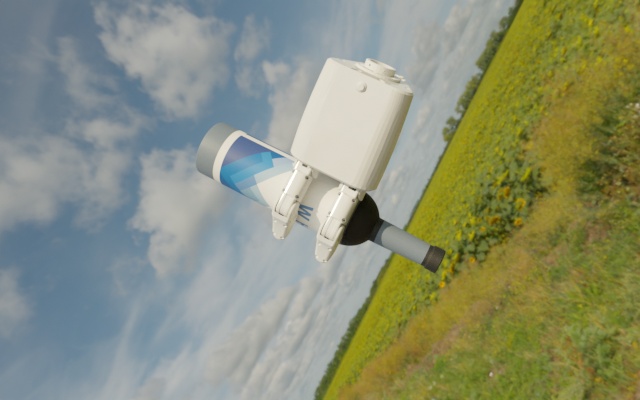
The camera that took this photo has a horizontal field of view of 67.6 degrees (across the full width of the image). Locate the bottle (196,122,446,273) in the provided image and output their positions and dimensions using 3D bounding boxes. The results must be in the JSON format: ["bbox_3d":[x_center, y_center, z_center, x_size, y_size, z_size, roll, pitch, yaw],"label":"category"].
[{"bbox_3d":[0.000,0.002,0.542,0.295,0.069,0.069,27,5,11],"label":"bottle"}]
